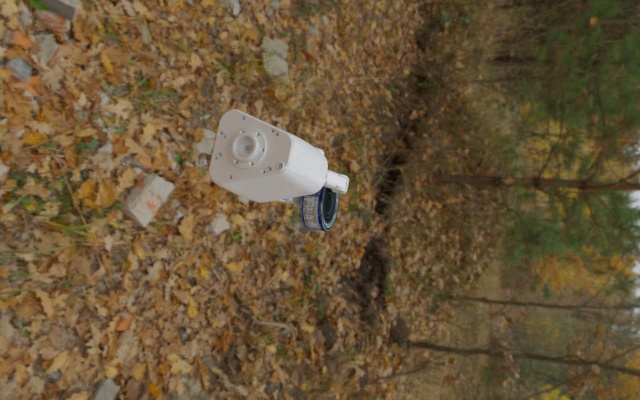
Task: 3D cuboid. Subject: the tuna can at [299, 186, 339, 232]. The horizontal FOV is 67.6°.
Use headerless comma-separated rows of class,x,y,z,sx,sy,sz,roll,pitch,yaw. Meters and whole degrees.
tuna can,0.001,0.002,0.704,0.034,0.086,0.086,6,2,19
